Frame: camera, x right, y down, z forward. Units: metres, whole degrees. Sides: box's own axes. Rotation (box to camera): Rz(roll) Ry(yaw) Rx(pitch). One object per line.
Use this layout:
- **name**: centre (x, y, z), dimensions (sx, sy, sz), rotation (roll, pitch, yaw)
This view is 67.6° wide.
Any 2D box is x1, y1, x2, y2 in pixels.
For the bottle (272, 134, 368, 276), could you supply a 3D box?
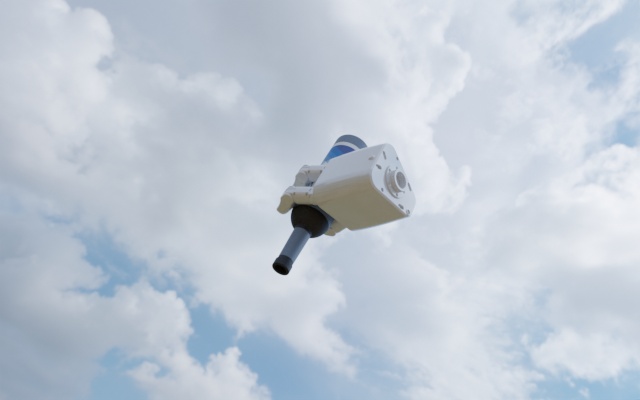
- **bottle**: centre (0.000, 0.002, 0.777), dimensions (0.069, 0.069, 0.295), rotation (0, 41, 31)
